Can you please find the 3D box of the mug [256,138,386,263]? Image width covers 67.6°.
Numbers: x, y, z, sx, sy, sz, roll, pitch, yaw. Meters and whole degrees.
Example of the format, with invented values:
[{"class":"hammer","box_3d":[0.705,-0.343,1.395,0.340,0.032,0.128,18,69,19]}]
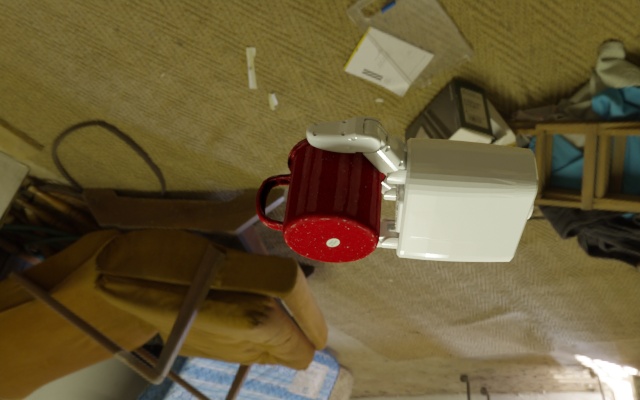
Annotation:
[{"class":"mug","box_3d":[-0.001,0.001,0.418,0.117,0.081,0.093,2,-33,8]}]
